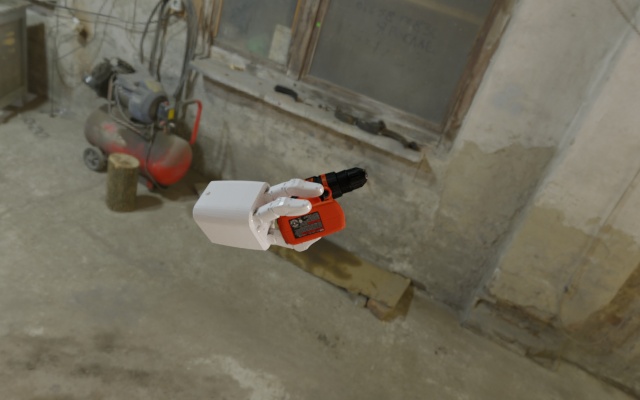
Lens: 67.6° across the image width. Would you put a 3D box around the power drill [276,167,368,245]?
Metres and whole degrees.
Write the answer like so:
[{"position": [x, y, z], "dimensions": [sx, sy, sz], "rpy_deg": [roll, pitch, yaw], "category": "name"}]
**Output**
[{"position": [0.000, 0.003, 0.830], "dimensions": [0.184, 0.057, 0.187], "rpy_deg": [-19, 17, 6], "category": "power drill"}]
